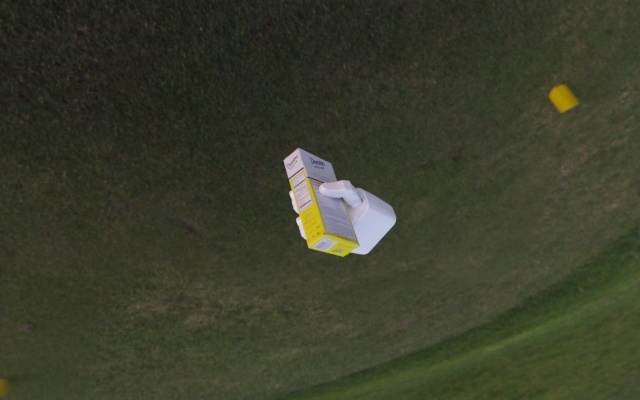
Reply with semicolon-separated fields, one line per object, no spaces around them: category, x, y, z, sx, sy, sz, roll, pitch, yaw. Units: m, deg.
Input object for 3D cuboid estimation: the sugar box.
sugar box;0.000;0.003;0.809;0.048;0.176;0.093;-38;-36;26
